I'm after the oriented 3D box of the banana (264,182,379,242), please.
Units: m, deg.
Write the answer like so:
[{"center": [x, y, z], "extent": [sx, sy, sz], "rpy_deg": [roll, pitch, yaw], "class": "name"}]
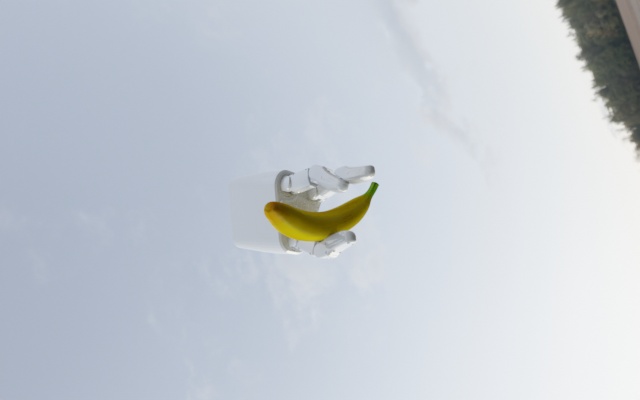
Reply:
[{"center": [0.002, 0.019, 0.609], "extent": [0.037, 0.070, 0.198], "rpy_deg": [16, 20, 40], "class": "banana"}]
